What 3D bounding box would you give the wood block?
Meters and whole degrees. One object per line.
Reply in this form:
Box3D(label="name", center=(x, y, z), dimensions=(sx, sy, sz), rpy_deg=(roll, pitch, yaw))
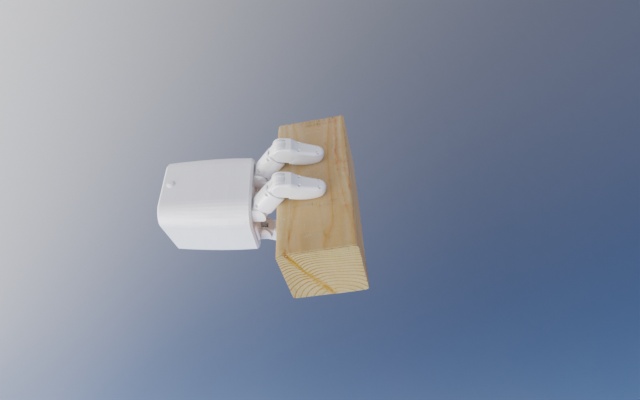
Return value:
Box3D(label="wood block", center=(0.000, 0.002, 0.582), dimensions=(0.090, 0.206, 0.091), rpy_deg=(-9, -41, 6))
